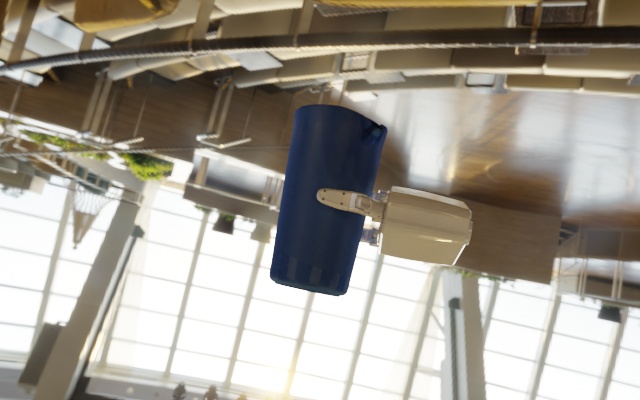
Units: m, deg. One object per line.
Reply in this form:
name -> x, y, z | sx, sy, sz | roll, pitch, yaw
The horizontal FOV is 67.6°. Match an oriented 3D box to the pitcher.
pitcher -> 0.000, 0.002, 0.661 | 0.145, 0.243, 0.149 | 11, -9, 8
